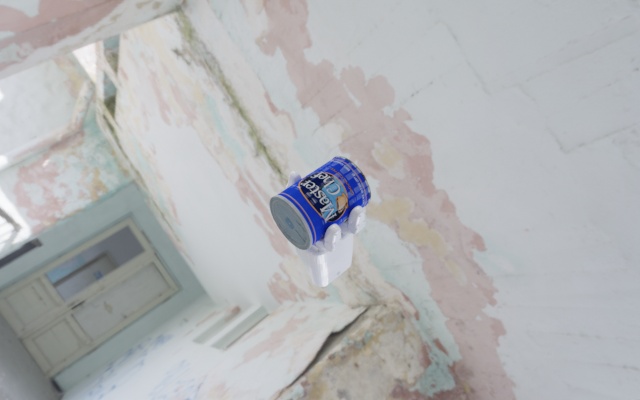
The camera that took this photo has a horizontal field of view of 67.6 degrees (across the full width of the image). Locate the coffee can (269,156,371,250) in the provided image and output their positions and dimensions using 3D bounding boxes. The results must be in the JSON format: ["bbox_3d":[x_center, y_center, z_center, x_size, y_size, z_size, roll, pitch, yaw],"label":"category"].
[{"bbox_3d":[0.000,0.003,0.803,0.140,0.103,0.103,-35,17,-26],"label":"coffee can"}]
